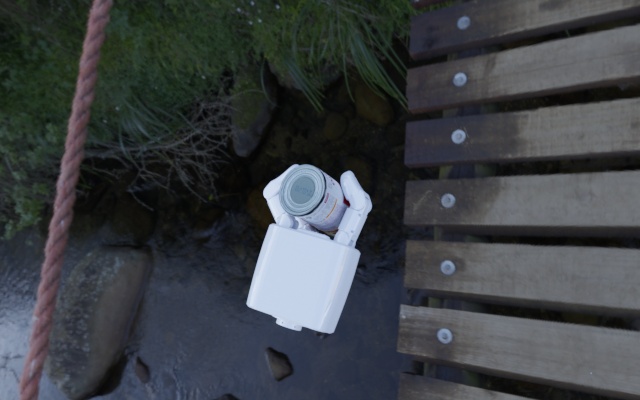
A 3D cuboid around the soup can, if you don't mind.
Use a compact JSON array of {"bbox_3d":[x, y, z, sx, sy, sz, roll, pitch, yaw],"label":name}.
[{"bbox_3d":[0.000,0.001,0.614,0.068,0.068,0.102,0,-17,30],"label":"soup can"}]
